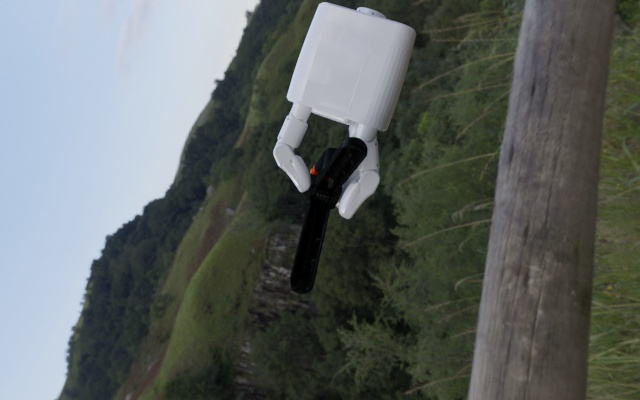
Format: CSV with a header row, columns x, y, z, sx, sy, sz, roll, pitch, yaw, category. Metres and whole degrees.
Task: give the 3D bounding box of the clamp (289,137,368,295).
x,y,z,sx,sy,sz,roll,pitch,yaw,category
-0.001,0.001,0.539,0.036,0.164,0.210,20,9,-8,clamp
